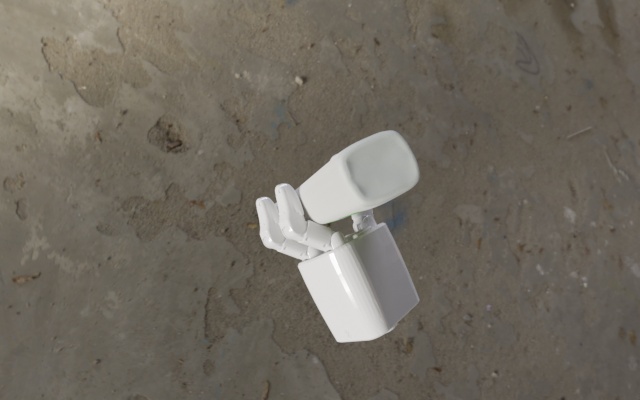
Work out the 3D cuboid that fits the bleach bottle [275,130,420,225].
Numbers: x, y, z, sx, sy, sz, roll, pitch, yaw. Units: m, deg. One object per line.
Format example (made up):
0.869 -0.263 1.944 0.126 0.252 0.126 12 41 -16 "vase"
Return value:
0.000 0.002 0.577 0.102 0.068 0.251 -25 -3 -34 "bleach bottle"
